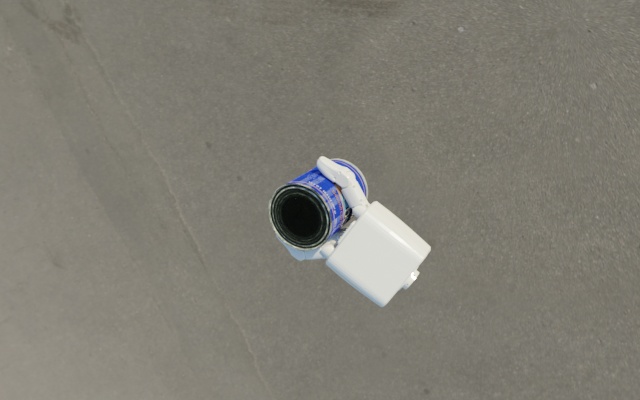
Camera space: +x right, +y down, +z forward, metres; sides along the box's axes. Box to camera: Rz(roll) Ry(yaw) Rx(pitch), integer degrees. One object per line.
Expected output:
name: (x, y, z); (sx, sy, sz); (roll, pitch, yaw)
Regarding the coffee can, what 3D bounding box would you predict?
coffee can: (0.000, 0.002, 0.730); (0.103, 0.103, 0.140); (0, 19, 28)
